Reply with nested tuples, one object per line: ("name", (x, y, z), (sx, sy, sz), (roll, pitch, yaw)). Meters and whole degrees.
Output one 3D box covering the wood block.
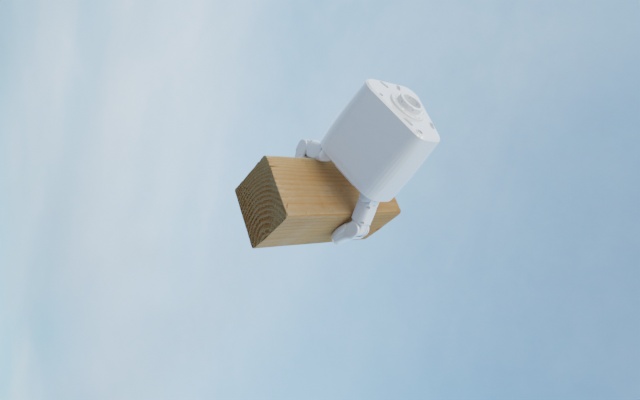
("wood block", (0.001, 0.002, 0.663), (0.206, 0.090, 0.090), (0, -30, -41))
